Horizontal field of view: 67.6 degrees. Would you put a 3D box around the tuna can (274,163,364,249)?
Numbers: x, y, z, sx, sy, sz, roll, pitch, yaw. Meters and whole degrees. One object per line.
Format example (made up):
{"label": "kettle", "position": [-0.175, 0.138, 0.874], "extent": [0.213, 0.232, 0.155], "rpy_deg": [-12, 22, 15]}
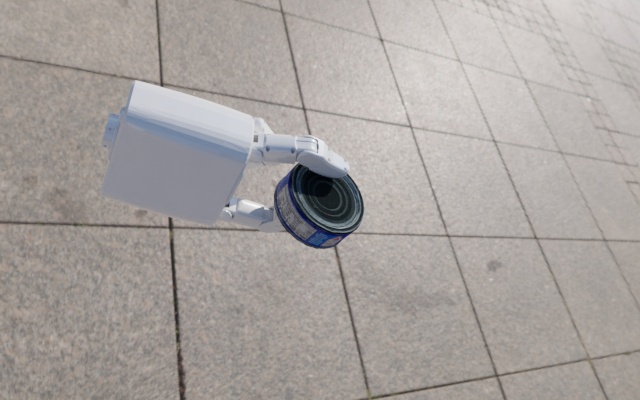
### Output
{"label": "tuna can", "position": [0.000, 0.001, 0.463], "extent": [0.086, 0.086, 0.034], "rpy_deg": [0, -29, -37]}
